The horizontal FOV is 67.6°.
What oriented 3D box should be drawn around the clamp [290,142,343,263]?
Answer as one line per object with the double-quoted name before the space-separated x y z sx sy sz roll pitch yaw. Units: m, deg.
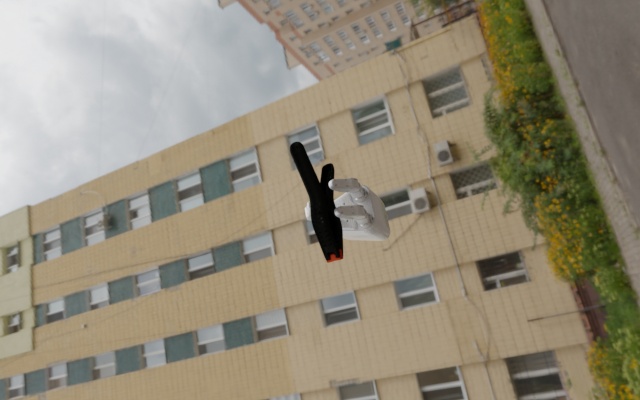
"clamp" 0.000 0.004 0.844 0.036 0.210 0.164 -18 -23 20
